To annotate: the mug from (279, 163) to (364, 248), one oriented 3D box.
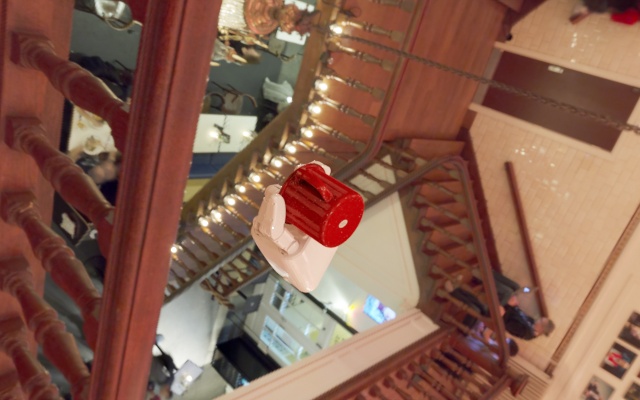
[{"bbox_3d":[0.000,0.001,0.616,0.081,0.093,0.117,33,-23,34],"label":"mug"}]
